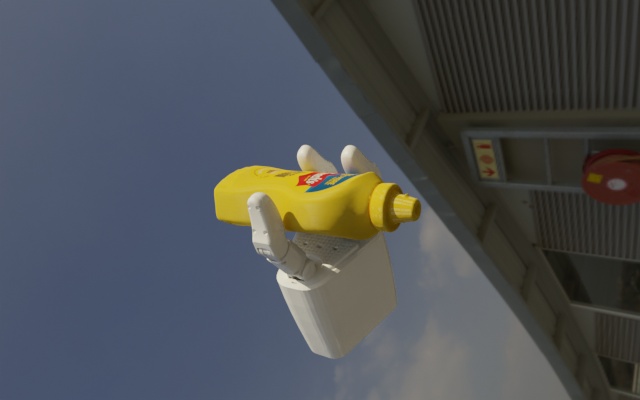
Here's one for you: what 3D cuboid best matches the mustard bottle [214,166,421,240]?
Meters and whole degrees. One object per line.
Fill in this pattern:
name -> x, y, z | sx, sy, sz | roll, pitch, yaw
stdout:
mustard bottle -> 0.000, 0.001, 0.439 | 0.191, 0.058, 0.096 | 6, 14, 35
